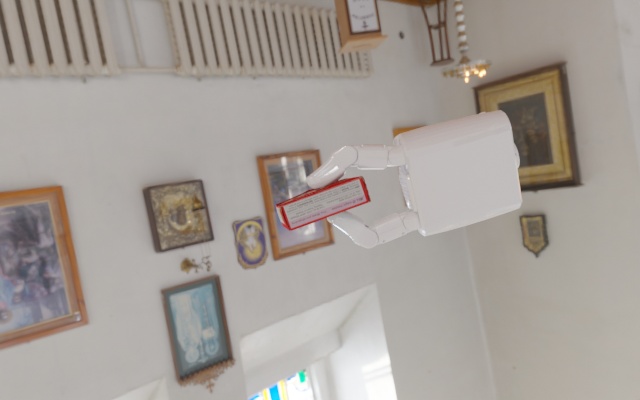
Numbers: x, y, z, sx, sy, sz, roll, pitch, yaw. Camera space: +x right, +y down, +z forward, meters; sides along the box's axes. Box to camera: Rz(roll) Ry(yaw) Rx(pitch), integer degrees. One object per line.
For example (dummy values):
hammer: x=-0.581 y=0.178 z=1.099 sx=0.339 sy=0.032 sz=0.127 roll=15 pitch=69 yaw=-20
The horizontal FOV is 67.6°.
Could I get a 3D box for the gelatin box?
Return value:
gelatin box: x=0.000 y=0.002 z=0.499 sx=0.089 sy=0.030 sz=0.073 roll=-21 pitch=4 yaw=-8
